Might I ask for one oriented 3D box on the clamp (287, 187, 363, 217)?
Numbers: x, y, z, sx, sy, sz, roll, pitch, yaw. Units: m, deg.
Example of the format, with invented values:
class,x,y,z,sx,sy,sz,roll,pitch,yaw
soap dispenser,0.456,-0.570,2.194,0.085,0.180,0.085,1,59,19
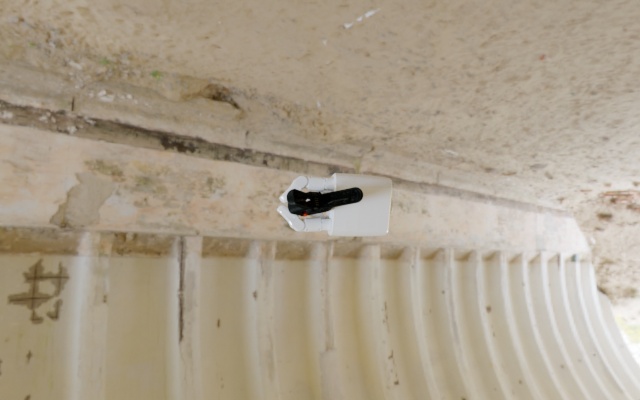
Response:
class,x,y,z,sx,sy,sz,roll,pitch,yaw
clamp,0.000,0.003,0.797,0.120,0.039,0.171,3,-6,-7
